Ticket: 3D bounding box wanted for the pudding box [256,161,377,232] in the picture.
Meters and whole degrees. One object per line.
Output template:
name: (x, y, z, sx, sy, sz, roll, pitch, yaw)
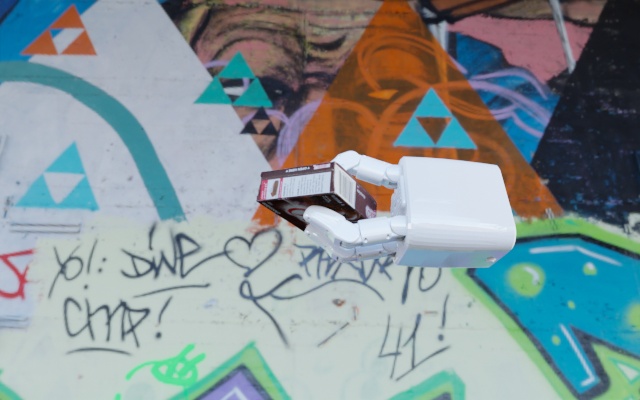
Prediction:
pudding box: (0.000, 0.002, 0.512, 0.090, 0.039, 0.113, -7, -26, 26)
